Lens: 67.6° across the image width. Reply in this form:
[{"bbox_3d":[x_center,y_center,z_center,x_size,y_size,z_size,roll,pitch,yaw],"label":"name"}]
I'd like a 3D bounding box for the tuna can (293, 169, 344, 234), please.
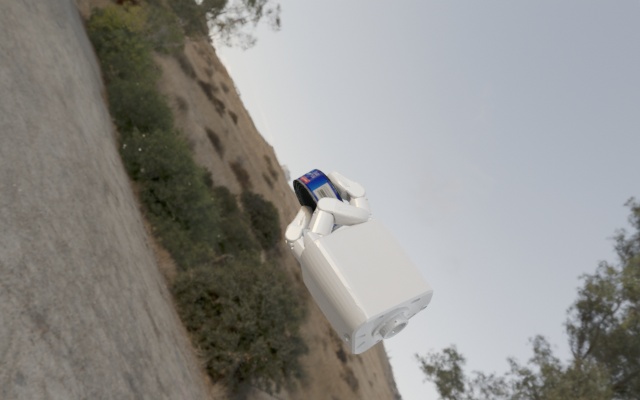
[{"bbox_3d":[0.001,0.002,0.626,0.034,0.086,0.086,-31,8,-14],"label":"tuna can"}]
